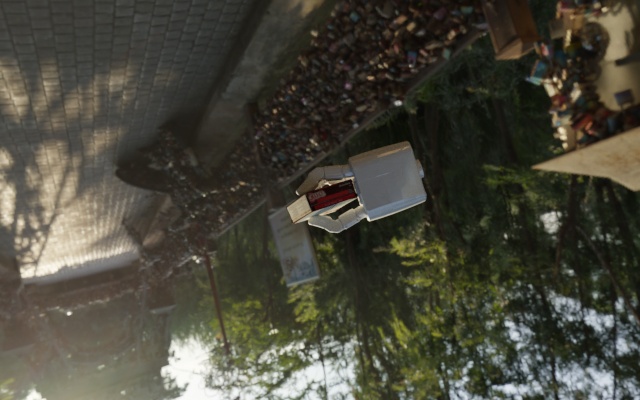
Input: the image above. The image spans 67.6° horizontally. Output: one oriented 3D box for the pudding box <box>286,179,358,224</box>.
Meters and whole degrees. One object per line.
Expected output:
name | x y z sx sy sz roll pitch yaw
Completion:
pudding box | 0.000 0.003 0.828 0.090 0.039 0.113 -16 -8 -24
